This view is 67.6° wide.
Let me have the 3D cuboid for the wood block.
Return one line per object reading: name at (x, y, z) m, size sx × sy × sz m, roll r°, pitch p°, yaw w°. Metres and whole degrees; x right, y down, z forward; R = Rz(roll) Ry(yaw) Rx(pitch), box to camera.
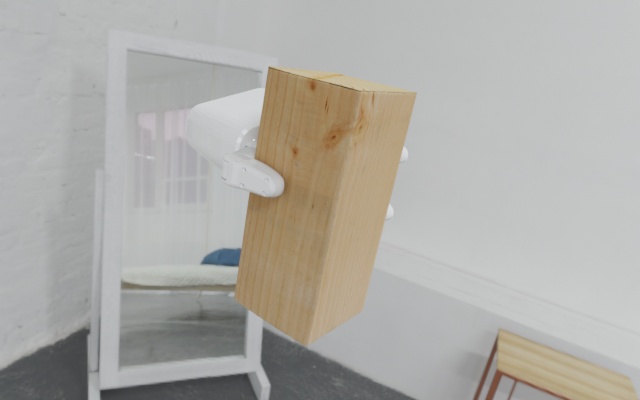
wood block at (0.000, 0.001, 0.406) m, size 0.090 × 0.206 × 0.091 m, roll 24°, pitch 23°, yaw 33°
